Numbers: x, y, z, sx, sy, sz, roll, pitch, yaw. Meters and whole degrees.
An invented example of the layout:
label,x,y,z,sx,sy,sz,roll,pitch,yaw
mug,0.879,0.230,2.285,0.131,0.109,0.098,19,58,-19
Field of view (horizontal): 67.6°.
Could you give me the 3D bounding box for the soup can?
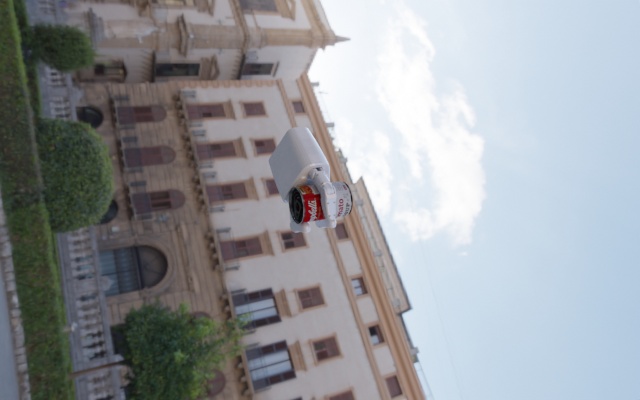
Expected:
label,x,y,z,sx,sy,sz,roll,pitch,yaw
soup can,0.001,0.003,0.888,0.102,0.068,0.068,-8,3,-26
